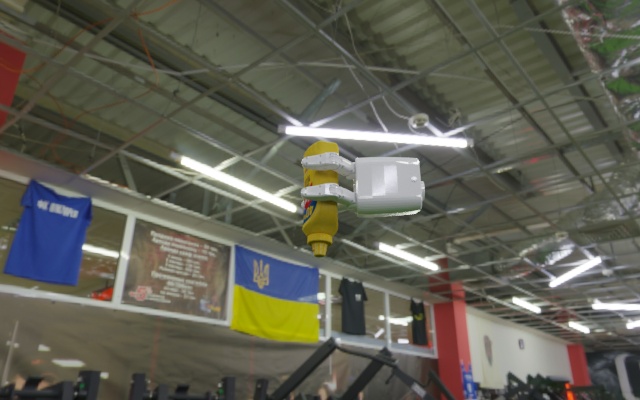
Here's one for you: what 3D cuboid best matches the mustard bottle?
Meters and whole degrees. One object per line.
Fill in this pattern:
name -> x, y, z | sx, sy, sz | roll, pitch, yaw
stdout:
mustard bottle -> 0.000, 0.002, 0.812 | 0.058, 0.191, 0.096 | 8, -24, -17
